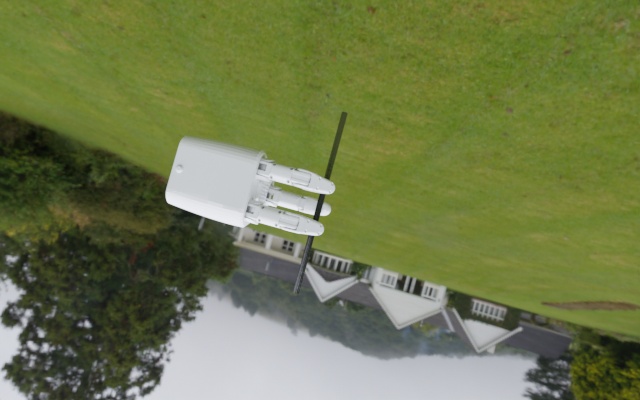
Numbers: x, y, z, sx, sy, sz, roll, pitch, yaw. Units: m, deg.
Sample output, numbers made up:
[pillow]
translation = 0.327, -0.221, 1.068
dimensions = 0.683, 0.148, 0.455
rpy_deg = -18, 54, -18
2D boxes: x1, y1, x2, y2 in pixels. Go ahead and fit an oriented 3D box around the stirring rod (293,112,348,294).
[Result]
[stirring rod]
translation = 0.000, 0.002, 0.614
dimensions = 0.011, 0.239, 0.011
rpy_deg = 15, -2, 1
